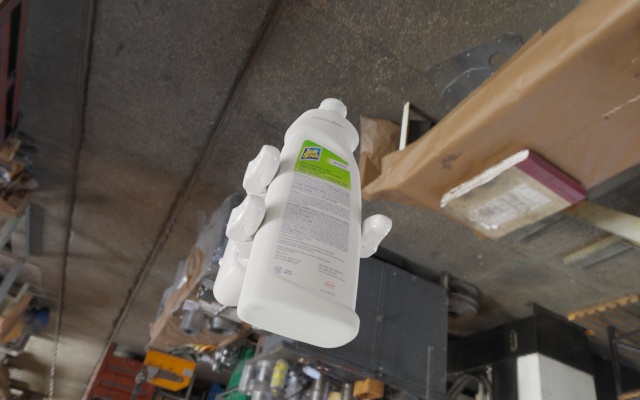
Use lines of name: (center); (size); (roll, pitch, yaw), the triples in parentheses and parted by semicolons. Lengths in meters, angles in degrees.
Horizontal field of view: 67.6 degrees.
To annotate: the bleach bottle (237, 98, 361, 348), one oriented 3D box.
bleach bottle: (0.000, 0.001, 0.457); (0.102, 0.250, 0.068); (22, -36, -13)
